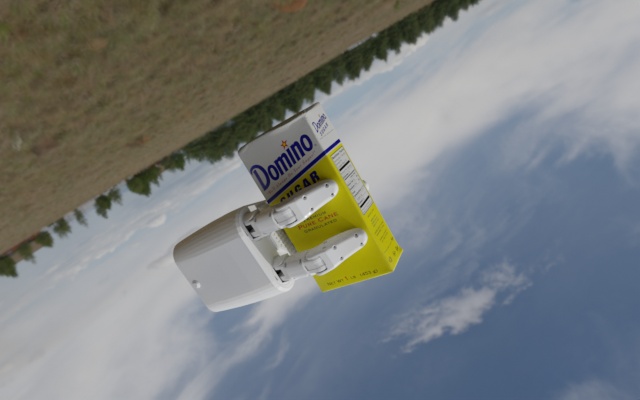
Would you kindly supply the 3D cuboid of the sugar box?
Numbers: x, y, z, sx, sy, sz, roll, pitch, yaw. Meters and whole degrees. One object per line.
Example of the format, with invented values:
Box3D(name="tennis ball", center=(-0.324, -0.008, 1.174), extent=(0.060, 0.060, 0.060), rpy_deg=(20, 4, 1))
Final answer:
Box3D(name="sugar box", center=(0.000, 0.002, 0.481), extent=(0.093, 0.176, 0.048), rpy_deg=(-24, 15, 33))
